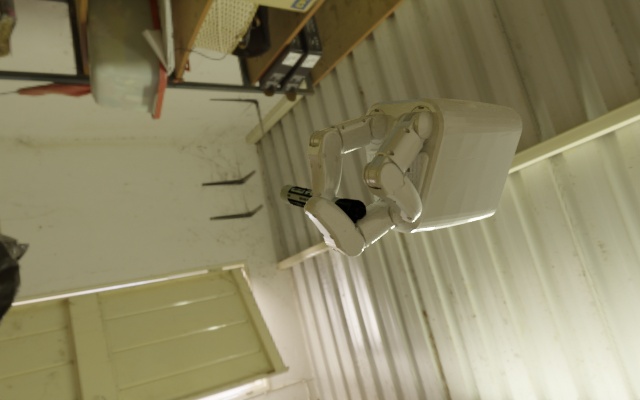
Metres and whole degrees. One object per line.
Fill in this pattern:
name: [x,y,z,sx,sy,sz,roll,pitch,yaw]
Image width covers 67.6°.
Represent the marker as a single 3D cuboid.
marker: [0.000,0.001,0.422,0.020,0.020,0.121,0,8,-32]
